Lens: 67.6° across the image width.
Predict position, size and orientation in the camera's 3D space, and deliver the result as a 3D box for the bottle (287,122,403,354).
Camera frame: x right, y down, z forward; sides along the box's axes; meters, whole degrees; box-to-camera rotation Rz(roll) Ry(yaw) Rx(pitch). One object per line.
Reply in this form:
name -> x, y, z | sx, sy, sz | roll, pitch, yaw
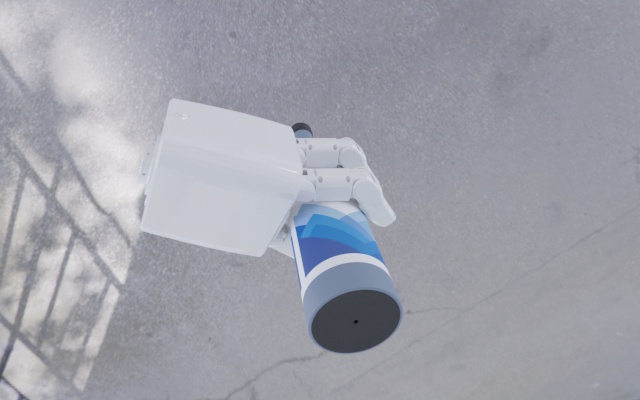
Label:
bottle -> 0.000, 0.002, 0.443 | 0.069, 0.069, 0.295 | 0, 34, -11
